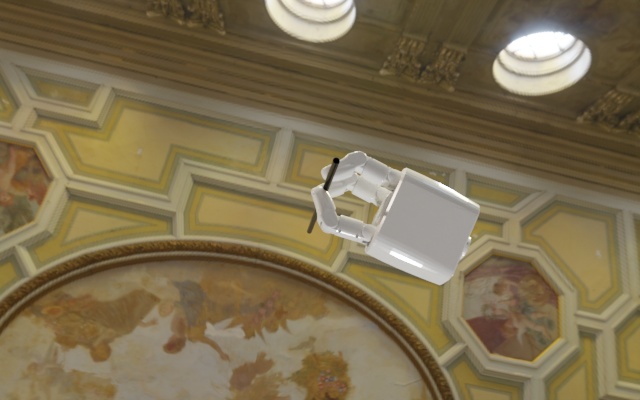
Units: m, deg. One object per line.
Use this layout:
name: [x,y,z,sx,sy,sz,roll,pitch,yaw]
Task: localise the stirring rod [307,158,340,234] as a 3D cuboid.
stirring rod: [0.000,0.002,0.645,0.011,0.011,0.240,0,-23,-9]
